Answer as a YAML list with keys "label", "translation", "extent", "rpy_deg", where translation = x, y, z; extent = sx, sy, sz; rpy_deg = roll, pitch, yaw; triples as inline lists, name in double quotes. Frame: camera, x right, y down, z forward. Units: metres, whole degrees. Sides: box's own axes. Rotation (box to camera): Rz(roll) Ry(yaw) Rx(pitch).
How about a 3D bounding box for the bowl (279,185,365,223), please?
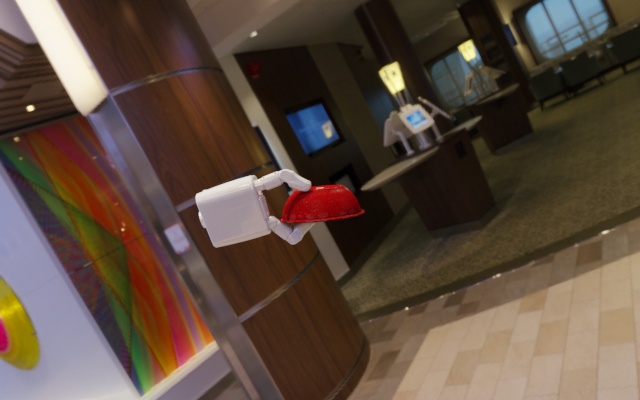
- label: "bowl"
  translation: [0.001, 0.002, 0.889]
  extent: [0.162, 0.055, 0.162]
  rpy_deg: [-5, 5, 0]
